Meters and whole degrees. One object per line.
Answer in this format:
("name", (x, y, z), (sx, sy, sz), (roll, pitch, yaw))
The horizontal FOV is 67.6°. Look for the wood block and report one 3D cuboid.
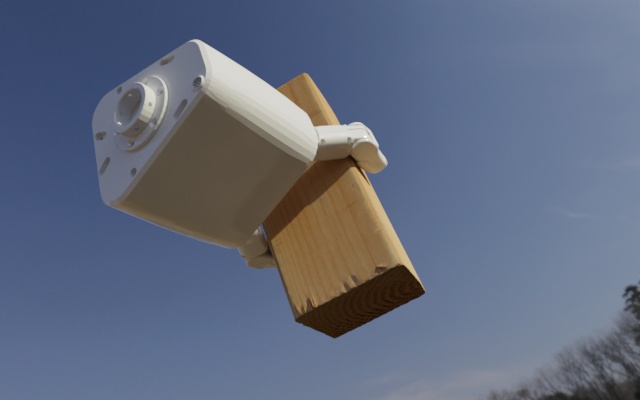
("wood block", (0.000, 0.001, 0.421), (0.091, 0.206, 0.090), (-29, -32, 9))
